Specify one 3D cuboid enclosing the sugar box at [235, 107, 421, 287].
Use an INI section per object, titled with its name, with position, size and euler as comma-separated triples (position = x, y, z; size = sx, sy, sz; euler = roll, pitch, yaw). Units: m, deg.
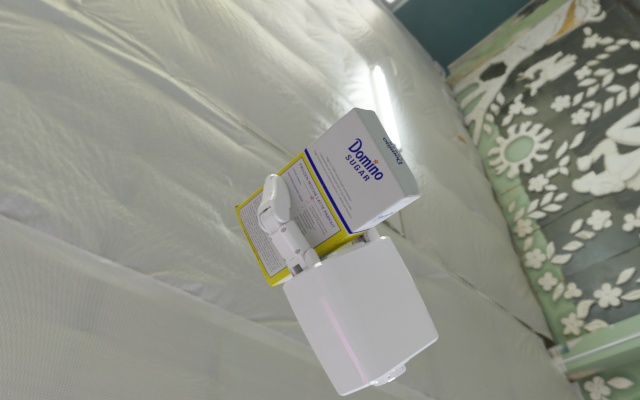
[sugar box]
position = 0.000, 0.002, 0.455
size = 0.176, 0.093, 0.048
euler = -35, -15, 30
